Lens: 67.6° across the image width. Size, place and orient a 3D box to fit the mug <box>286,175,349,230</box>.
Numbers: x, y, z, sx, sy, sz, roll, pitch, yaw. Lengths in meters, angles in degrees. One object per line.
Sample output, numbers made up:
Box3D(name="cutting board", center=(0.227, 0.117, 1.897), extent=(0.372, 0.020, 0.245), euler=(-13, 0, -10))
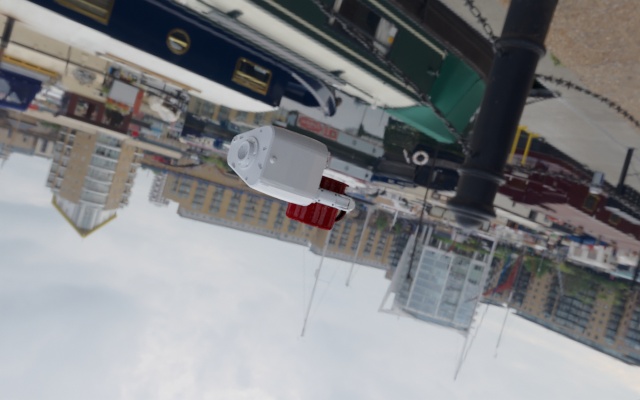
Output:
Box3D(name="mug", center=(0.001, 0.003, 0.797), extent=(0.117, 0.081, 0.093), euler=(18, 0, -41))
